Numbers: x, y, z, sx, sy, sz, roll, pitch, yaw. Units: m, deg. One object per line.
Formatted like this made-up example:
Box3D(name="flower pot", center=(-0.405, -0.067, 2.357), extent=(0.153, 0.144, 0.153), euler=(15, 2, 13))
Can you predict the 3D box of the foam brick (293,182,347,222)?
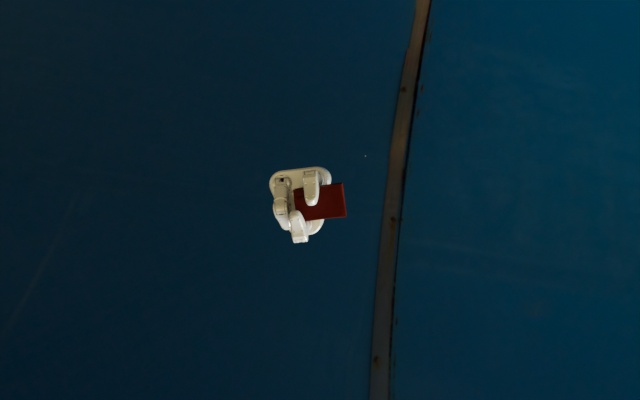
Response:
Box3D(name="foam brick", center=(0.000, 0.003, 0.749), extent=(0.078, 0.053, 0.051), euler=(-6, 4, 6))
